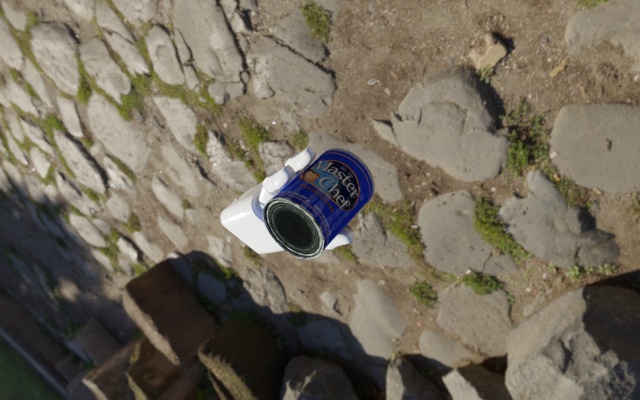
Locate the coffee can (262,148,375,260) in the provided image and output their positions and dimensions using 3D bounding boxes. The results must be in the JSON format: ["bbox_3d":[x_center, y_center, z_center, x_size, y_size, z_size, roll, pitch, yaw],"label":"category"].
[{"bbox_3d":[0.000,0.002,0.687,0.103,0.103,0.140,0,33,41],"label":"coffee can"}]
